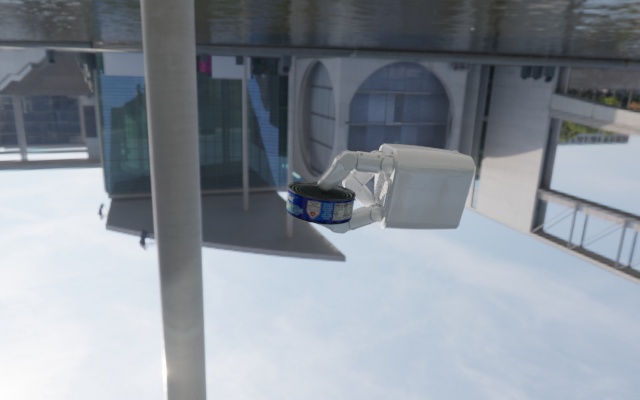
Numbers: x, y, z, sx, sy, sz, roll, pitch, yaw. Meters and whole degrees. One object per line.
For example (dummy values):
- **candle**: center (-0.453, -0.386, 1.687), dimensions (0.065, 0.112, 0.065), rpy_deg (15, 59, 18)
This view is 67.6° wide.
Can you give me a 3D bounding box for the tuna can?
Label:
- **tuna can**: center (0.000, 0.003, 0.605), dimensions (0.086, 0.034, 0.086), rpy_deg (7, 15, -2)
